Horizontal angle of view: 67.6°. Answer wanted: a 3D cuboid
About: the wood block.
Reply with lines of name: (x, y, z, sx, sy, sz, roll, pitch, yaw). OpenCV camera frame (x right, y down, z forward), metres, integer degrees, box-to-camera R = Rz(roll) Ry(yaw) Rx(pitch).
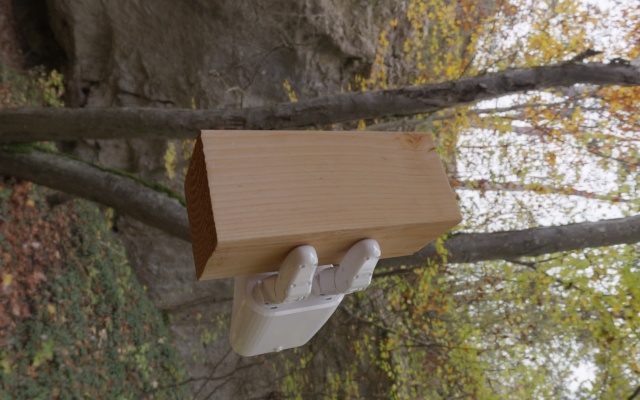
wood block: (0.000, 0.001, 0.404, 0.206, 0.090, 0.090, -4, -24, -26)
